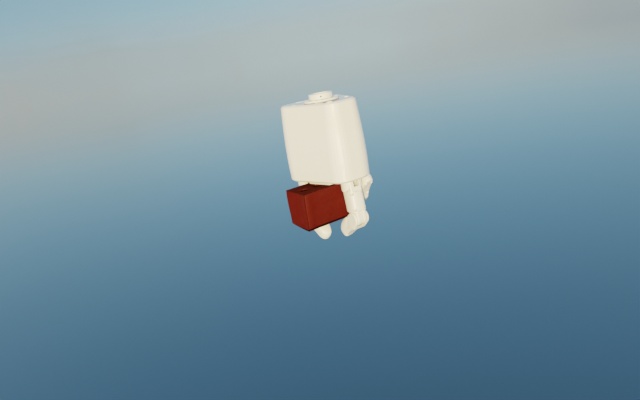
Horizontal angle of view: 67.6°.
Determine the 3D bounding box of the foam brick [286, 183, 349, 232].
[{"bbox_3d":[0.000,0.002,0.660,0.078,0.051,0.053,-20,20,-27],"label":"foam brick"}]
